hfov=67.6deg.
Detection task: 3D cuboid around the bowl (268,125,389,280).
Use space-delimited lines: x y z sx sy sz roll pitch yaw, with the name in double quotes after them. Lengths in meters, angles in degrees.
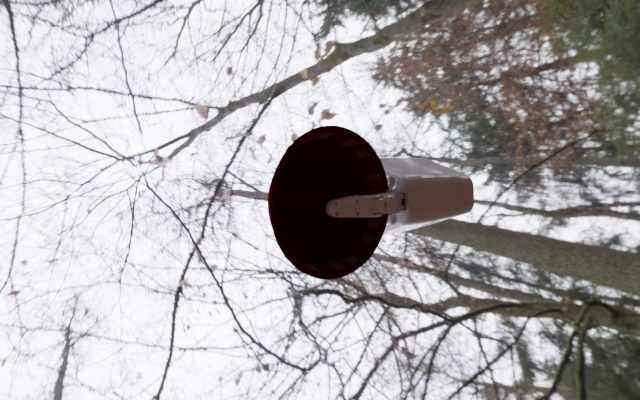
-0.001 0.001 0.520 0.162 0.162 0.055 0 2 -38 "bowl"
